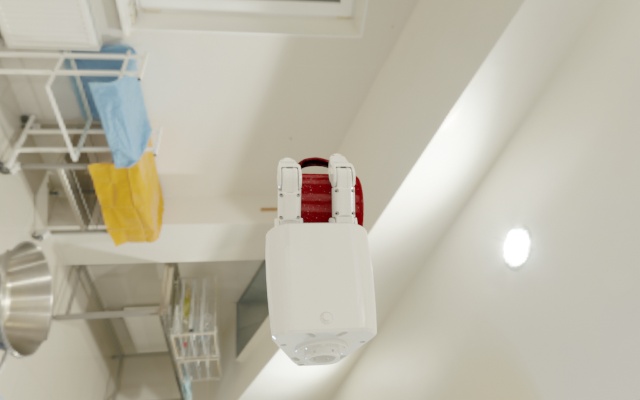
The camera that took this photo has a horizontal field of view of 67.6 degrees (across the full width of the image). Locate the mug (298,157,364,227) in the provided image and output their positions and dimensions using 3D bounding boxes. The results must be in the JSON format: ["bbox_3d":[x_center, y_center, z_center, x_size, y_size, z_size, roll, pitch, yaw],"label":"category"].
[{"bbox_3d":[0.000,0.001,0.534,0.081,0.117,0.093,1,-34,-7],"label":"mug"}]
